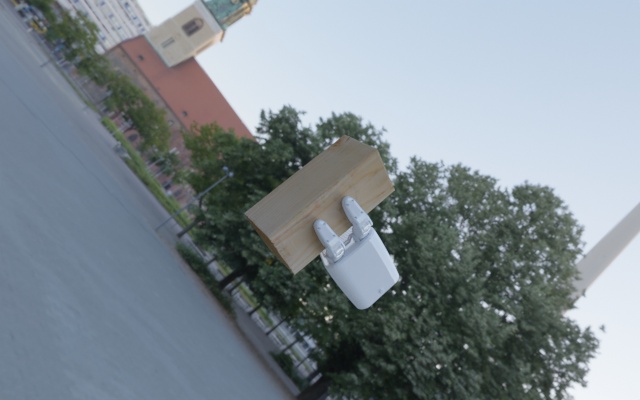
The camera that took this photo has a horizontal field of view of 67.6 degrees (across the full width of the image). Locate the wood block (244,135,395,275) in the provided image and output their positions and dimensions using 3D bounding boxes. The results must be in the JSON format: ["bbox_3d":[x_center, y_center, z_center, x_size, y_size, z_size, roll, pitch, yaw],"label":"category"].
[{"bbox_3d":[0.000,0.003,0.739,0.206,0.090,0.090,-39,37,-13],"label":"wood block"}]
